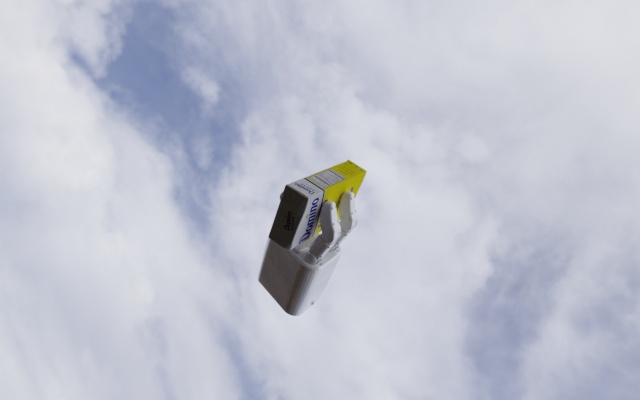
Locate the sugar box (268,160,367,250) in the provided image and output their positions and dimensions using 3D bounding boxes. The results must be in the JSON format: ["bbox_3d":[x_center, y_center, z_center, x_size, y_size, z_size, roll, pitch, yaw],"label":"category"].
[{"bbox_3d":[0.001,0.003,0.718,0.048,0.093,0.176,31,30,18],"label":"sugar box"}]
